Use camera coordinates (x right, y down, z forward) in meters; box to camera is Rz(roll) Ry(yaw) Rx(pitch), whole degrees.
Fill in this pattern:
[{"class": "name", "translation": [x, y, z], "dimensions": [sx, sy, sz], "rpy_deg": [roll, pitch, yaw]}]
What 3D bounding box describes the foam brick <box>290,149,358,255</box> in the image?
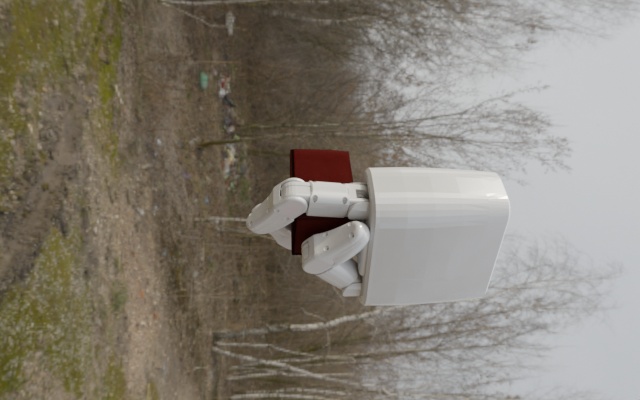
[{"class": "foam brick", "translation": [0.000, 0.001, 0.407], "dimensions": [0.051, 0.078, 0.053], "rpy_deg": [-1, -39, -4]}]
